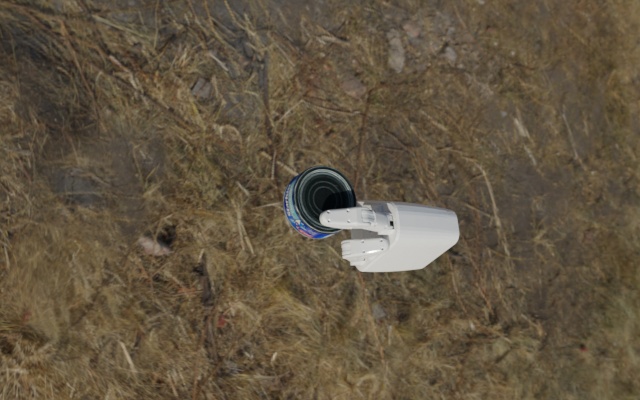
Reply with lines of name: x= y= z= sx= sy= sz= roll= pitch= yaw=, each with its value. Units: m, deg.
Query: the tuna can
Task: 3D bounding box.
tuna can: x=0.000 y=0.002 z=0.577 sx=0.086 sy=0.086 sz=0.034 roll=0 pitch=-13 yaw=-26
